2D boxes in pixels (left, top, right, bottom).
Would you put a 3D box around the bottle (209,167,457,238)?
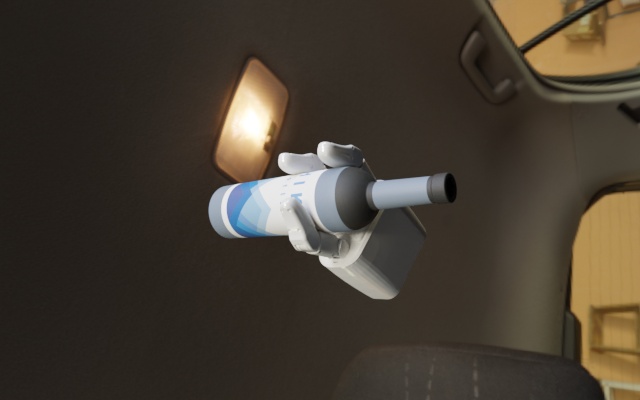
[{"bbox_3d":[0.000,0.002,0.511,0.296,0.069,0.069,-6,-4,38],"label":"bottle"}]
